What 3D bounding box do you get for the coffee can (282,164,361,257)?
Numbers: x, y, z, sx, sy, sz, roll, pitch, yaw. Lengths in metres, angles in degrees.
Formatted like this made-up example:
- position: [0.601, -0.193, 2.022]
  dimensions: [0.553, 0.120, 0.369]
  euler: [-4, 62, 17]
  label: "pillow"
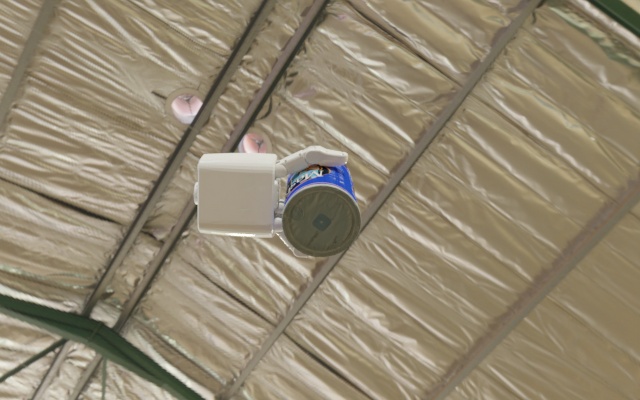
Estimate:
- position: [0.000, 0.002, 0.677]
  dimensions: [0.103, 0.103, 0.140]
  euler: [0, 22, -1]
  label: "coffee can"
